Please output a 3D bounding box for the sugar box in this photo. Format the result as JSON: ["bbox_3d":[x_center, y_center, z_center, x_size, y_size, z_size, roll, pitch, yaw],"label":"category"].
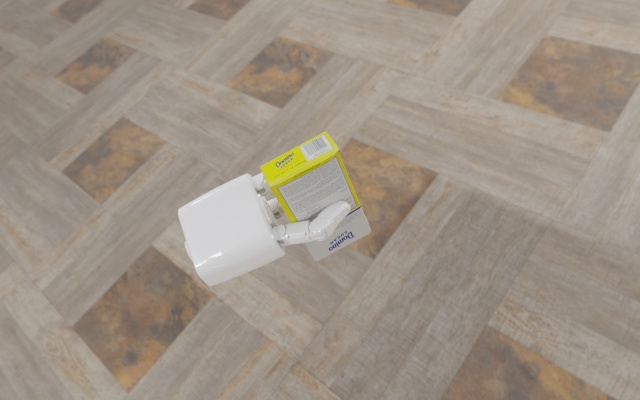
[{"bbox_3d":[0.000,0.002,0.623,0.093,0.048,0.176,-28,-39,-2],"label":"sugar box"}]
